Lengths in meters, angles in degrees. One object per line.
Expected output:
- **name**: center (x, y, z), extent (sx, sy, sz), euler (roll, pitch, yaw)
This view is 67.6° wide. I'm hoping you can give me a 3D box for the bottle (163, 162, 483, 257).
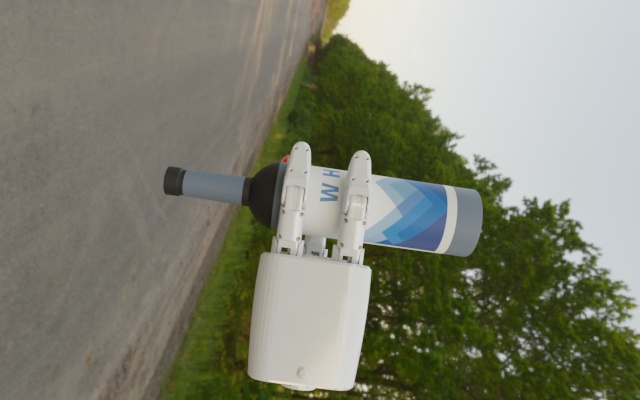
- **bottle**: center (0.000, 0.001, 0.461), extent (0.296, 0.069, 0.069), euler (8, 0, -3)
